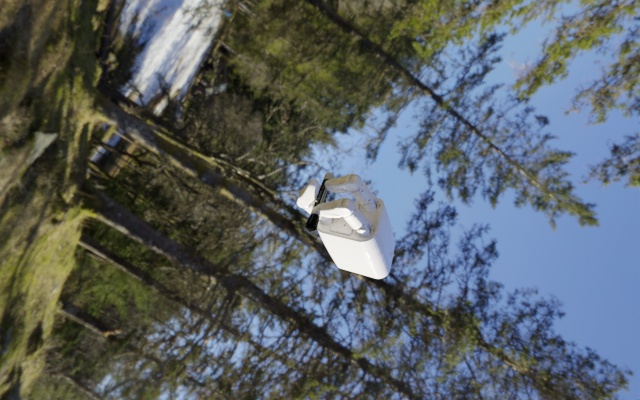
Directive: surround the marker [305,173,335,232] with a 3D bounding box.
[{"bbox_3d":[0.000,0.002,0.770,0.020,0.121,0.020,12,-41,10],"label":"marker"}]
